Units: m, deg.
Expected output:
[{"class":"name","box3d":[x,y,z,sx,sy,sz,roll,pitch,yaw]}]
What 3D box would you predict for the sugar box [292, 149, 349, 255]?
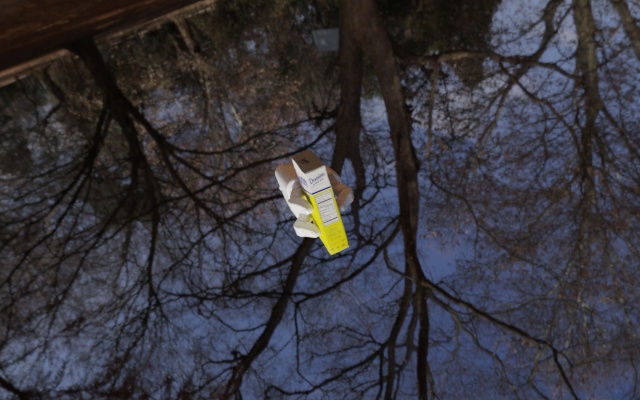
[{"class":"sugar box","box3d":[0.000,0.003,0.879,0.048,0.176,0.093,-25,29,-8]}]
